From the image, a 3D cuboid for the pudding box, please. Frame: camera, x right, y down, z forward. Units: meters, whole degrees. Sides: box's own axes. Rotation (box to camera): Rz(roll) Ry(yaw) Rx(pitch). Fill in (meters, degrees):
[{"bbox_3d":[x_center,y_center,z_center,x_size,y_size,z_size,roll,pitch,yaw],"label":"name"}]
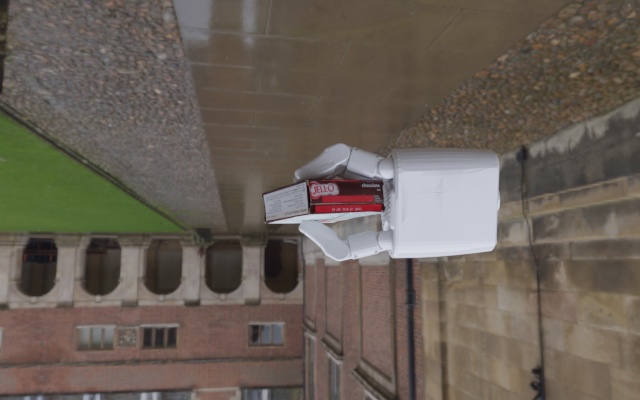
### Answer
[{"bbox_3d":[0.000,0.002,0.508,0.090,0.039,0.113,0,-8,-30],"label":"pudding box"}]
